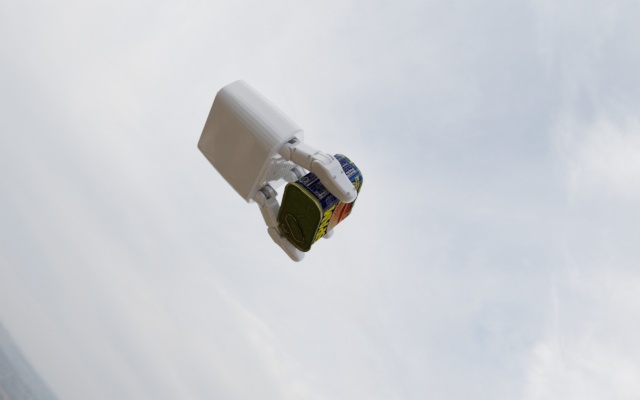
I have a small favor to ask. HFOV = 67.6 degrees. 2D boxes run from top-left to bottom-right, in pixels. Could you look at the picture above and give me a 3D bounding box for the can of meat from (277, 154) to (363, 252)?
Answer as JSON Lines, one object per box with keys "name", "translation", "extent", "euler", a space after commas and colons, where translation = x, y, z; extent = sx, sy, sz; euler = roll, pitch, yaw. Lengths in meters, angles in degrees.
{"name": "can of meat", "translation": [0.000, 0.002, 0.579], "extent": [0.084, 0.057, 0.102], "euler": [-37, -21, -34]}
